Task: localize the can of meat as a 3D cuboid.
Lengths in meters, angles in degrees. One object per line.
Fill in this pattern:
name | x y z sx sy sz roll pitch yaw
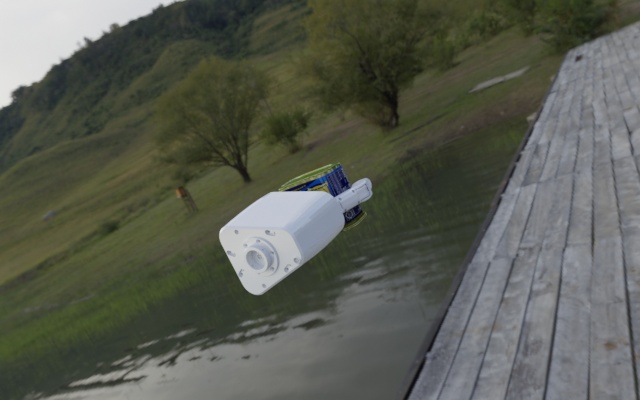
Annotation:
can of meat | 0.000 0.002 0.664 0.102 0.084 0.057 -19 12 36
